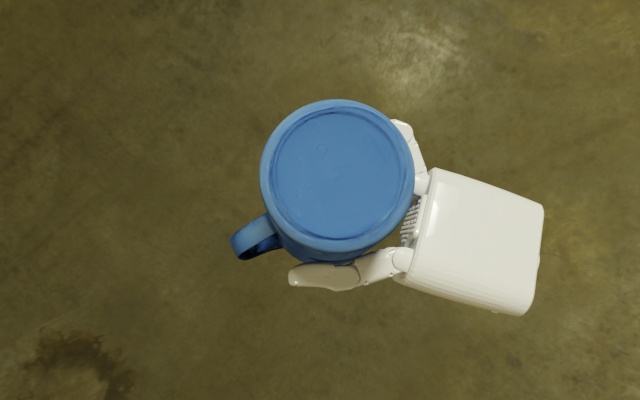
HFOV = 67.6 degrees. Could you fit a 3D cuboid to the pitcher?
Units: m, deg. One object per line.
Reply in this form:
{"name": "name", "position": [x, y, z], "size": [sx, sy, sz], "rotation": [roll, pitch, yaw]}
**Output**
{"name": "pitcher", "position": [0.000, 0.001, 0.436], "size": [0.145, 0.149, 0.243], "rotation": [18, -7, 1]}
